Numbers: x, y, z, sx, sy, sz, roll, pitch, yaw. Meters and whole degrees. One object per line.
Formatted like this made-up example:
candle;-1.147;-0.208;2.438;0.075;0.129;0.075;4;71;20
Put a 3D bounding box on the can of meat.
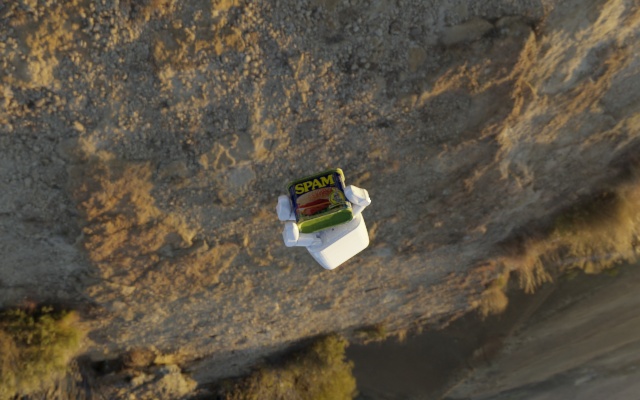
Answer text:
can of meat;0.000;0.003;0.823;0.102;0.084;0.057;-17;-31;3
